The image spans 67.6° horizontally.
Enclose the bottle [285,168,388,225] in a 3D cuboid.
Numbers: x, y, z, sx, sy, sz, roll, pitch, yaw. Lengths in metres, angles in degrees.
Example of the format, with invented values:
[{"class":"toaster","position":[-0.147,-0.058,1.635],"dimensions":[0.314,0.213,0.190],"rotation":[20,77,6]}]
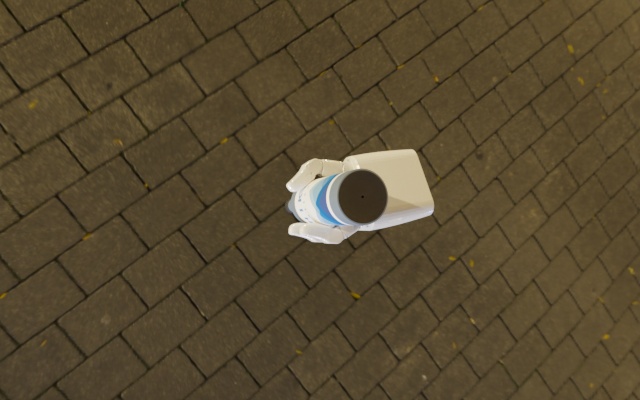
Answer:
[{"class":"bottle","position":[0.000,0.002,0.691],"dimensions":[0.069,0.069,0.296],"rotation":[0,-3,-20]}]
